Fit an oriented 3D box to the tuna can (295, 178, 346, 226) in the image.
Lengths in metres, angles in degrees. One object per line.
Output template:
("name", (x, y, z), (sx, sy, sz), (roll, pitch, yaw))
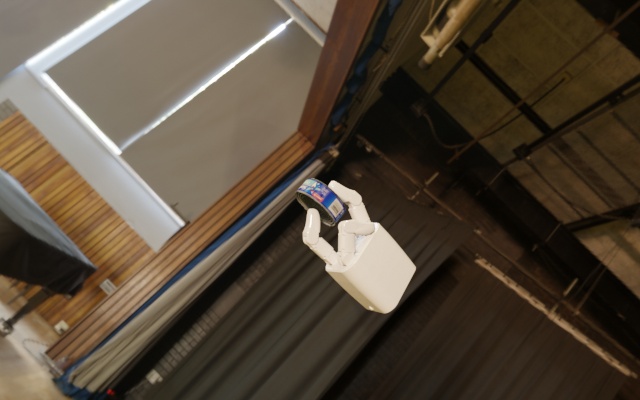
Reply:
("tuna can", (0.000, 0.002, 0.799), (0.086, 0.033, 0.086), (37, -17, 13))
